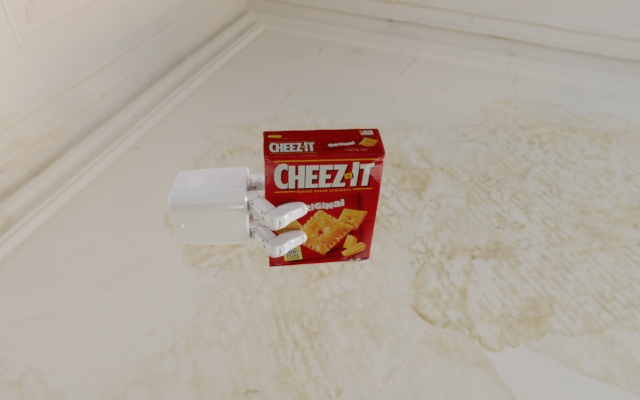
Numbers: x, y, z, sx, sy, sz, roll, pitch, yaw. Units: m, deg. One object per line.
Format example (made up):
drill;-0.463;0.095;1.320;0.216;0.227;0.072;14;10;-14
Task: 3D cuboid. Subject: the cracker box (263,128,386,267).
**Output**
cracker box;0.000;0.002;0.709;0.164;0.214;0.072;-3;42;-6
